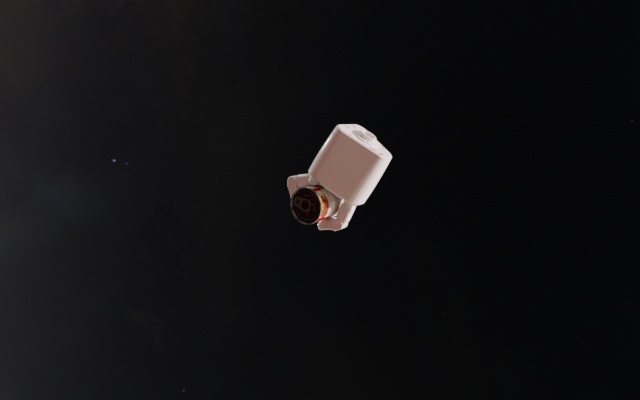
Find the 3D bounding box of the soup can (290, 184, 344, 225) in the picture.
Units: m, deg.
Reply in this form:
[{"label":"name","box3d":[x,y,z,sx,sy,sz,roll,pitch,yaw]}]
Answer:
[{"label":"soup can","box3d":[0.000,0.003,0.896,0.068,0.068,0.102,0,8,33]}]
